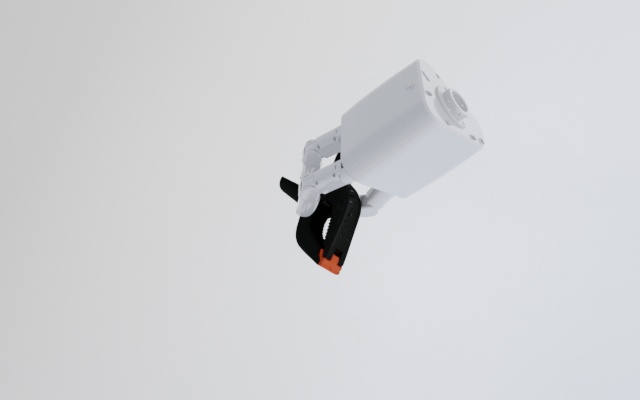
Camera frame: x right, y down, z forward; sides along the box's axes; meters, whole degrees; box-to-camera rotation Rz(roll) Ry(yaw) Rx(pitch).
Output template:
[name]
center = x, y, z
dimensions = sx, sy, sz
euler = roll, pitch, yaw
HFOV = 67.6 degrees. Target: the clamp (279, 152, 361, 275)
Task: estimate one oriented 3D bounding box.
[clamp]
center = 0.001, 0.003, 0.577
dimensions = 0.036, 0.209, 0.164
euler = 32, -48, -29
